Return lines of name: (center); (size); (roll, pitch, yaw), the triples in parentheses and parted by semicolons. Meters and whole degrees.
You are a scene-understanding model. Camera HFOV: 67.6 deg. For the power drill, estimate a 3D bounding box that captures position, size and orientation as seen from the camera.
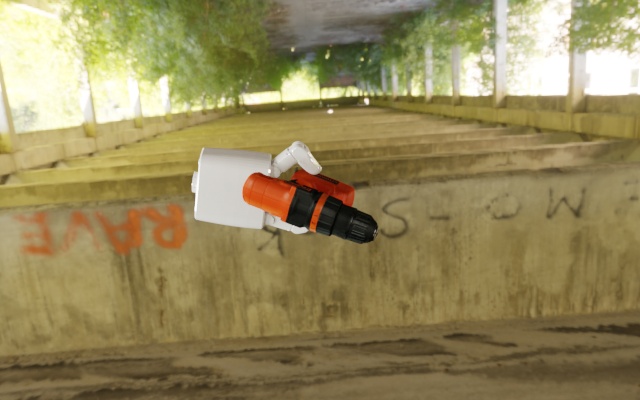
power drill: (0.000, 0.002, 0.683); (0.184, 0.057, 0.187); (22, 9, 8)
